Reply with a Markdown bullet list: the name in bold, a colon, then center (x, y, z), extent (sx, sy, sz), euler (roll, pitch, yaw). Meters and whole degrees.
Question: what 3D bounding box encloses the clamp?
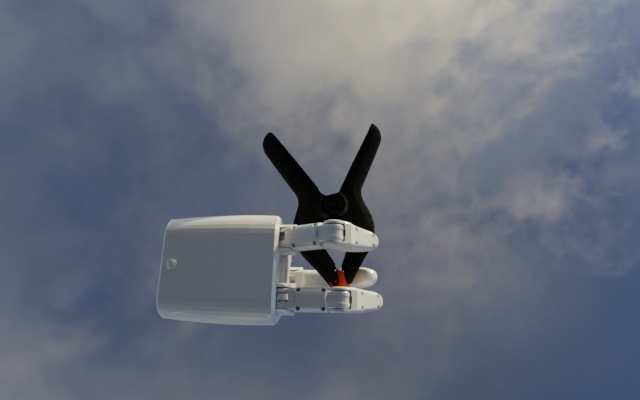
- **clamp**: center (0.000, 0.002, 0.471), extent (0.120, 0.171, 0.039), euler (1, -17, 3)
